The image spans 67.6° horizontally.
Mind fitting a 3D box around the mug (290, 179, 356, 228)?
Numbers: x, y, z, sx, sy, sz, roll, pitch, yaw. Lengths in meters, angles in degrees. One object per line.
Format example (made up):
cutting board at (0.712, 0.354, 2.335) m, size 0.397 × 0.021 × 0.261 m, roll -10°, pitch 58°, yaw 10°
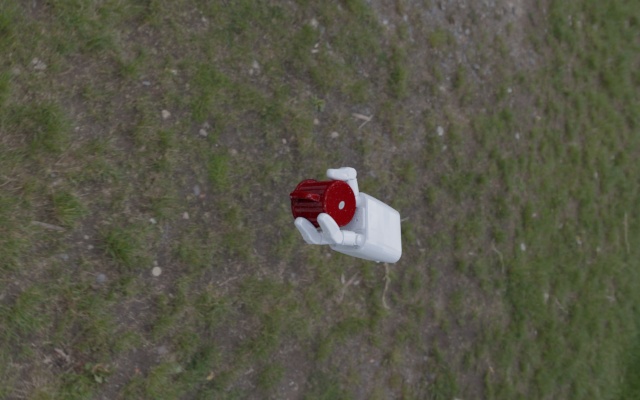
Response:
mug at (-0.001, 0.002, 0.834) m, size 0.117 × 0.093 × 0.081 m, roll 22°, pitch -16°, yaw -40°
